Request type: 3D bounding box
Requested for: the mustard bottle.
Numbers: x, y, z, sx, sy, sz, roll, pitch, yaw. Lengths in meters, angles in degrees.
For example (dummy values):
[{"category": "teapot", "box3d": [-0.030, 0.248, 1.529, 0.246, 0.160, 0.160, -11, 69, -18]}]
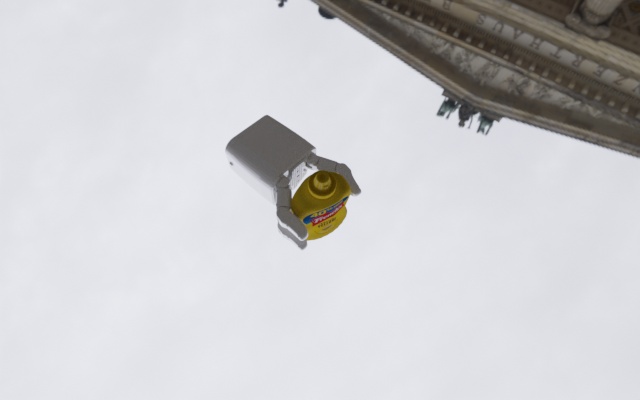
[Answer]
[{"category": "mustard bottle", "box3d": [0.000, 0.003, 0.745, 0.096, 0.058, 0.192, -25, -19, -11]}]
